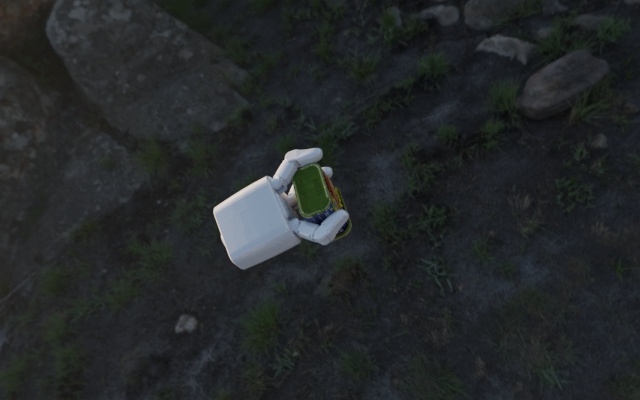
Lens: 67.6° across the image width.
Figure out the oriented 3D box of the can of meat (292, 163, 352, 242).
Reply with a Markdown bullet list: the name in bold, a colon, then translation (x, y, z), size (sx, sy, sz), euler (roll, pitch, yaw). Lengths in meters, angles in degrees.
- **can of meat**: translation (0.000, 0.002, 0.757), size (0.057, 0.102, 0.084), euler (-25, -38, 11)
